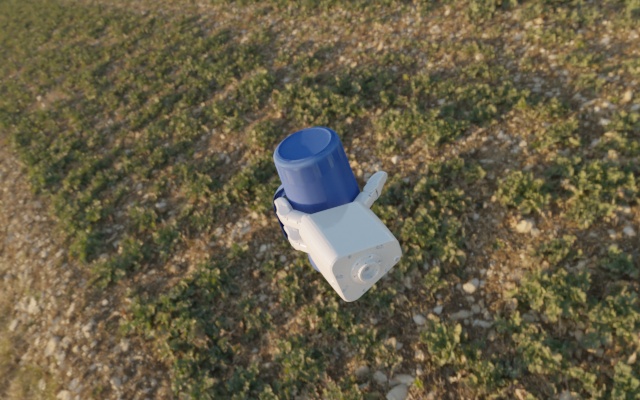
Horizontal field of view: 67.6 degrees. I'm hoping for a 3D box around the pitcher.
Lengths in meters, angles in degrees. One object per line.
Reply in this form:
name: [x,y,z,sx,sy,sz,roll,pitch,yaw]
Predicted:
pitcher: [0.000,0.003,0.810,0.149,0.243,0.145,-28,37,-9]
